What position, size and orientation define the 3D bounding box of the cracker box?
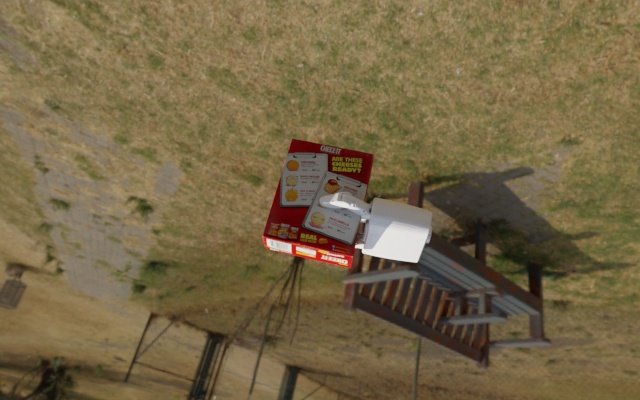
[{"bbox_3d":[0.000,0.003,0.890,0.164,0.213,0.072,12,-27,4],"label":"cracker box"}]
